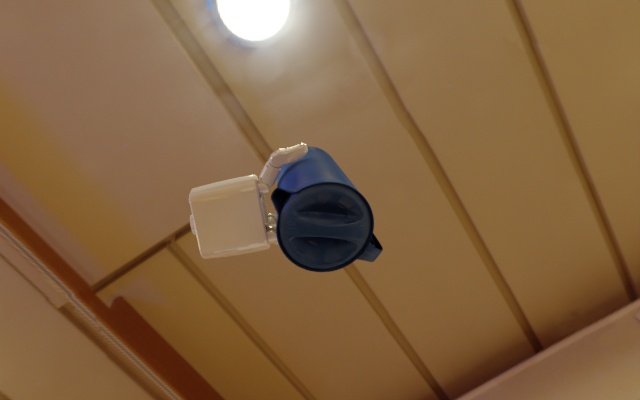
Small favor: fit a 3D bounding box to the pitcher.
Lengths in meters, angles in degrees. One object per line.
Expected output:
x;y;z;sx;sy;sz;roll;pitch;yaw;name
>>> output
0.000;0.002;0.745;0.145;0.149;0.242;-12;23;-3;pitcher
